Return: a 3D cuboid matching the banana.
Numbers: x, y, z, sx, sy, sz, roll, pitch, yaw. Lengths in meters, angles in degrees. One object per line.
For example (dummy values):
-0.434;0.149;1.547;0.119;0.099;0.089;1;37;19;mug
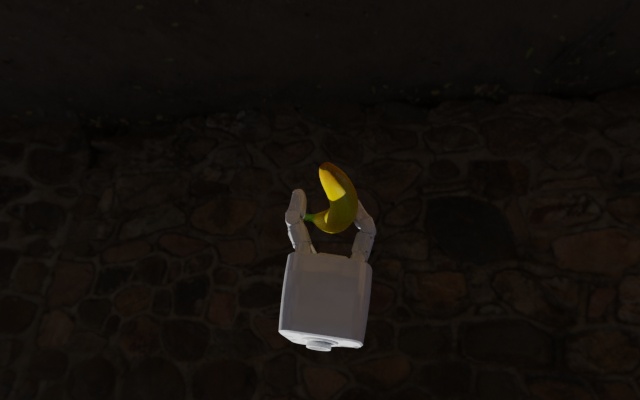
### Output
0.018;0.008;0.647;0.069;0.037;0.198;13;-24;-4;banana
